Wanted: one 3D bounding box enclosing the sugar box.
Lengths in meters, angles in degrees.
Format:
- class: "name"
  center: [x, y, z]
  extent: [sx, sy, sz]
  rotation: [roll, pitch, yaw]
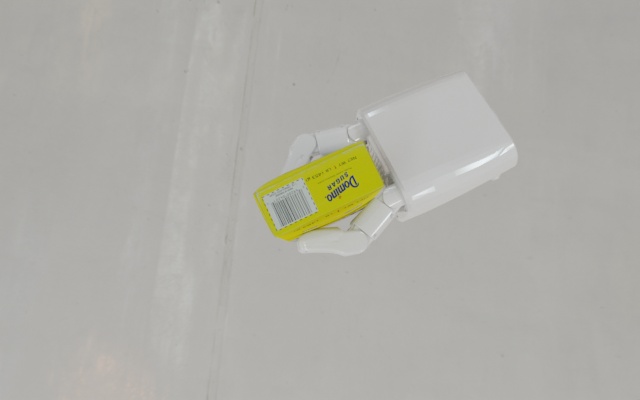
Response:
- class: "sugar box"
  center: [0.000, 0.002, 0.437]
  extent: [0.093, 0.048, 0.176]
  rotation: [-24, -9, -1]
